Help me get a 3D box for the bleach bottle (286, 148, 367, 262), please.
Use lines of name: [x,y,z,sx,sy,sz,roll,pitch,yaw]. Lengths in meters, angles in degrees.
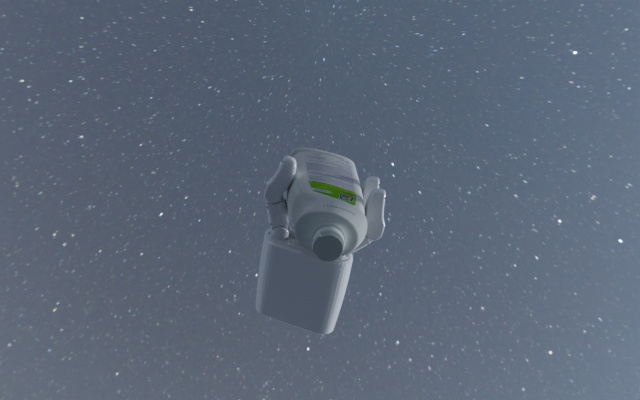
bleach bottle: [0.000,0.002,0.566,0.102,0.068,0.250,11,19,-3]
